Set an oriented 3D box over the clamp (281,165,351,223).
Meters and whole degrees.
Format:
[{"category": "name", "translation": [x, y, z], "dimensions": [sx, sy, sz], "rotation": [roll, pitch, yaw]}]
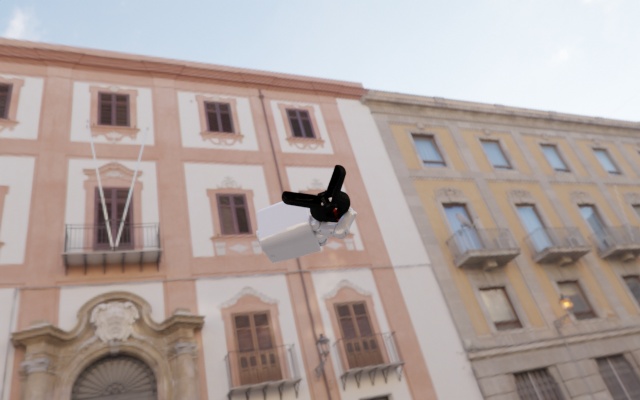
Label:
[{"category": "clamp", "translation": [0.000, 0.002, 0.876], "dimensions": [0.120, 0.039, 0.172], "rotation": [-17, -32, 3]}]
